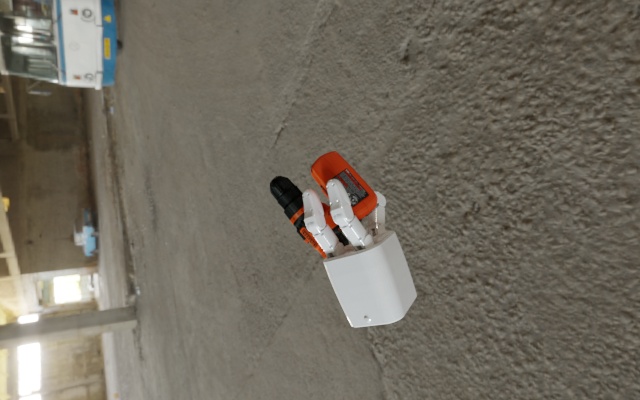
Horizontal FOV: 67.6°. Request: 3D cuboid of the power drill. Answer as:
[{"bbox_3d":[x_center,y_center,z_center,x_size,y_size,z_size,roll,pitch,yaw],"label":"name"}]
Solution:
[{"bbox_3d":[0.000,0.002,0.741,0.057,0.184,0.188,-39,-9,-28],"label":"power drill"}]
